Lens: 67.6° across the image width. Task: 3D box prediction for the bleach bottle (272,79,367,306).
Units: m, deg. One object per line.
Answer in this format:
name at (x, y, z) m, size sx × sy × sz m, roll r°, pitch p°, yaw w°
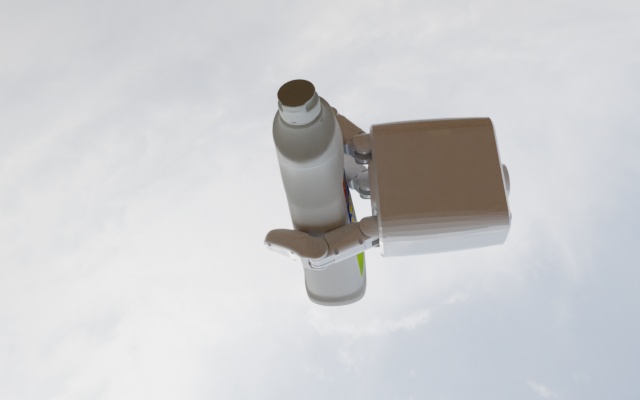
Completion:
bleach bottle at (0.000, 0.001, 0.436) m, size 0.068 × 0.102 × 0.251 m, roll -5°, pitch -35°, yaw 6°
